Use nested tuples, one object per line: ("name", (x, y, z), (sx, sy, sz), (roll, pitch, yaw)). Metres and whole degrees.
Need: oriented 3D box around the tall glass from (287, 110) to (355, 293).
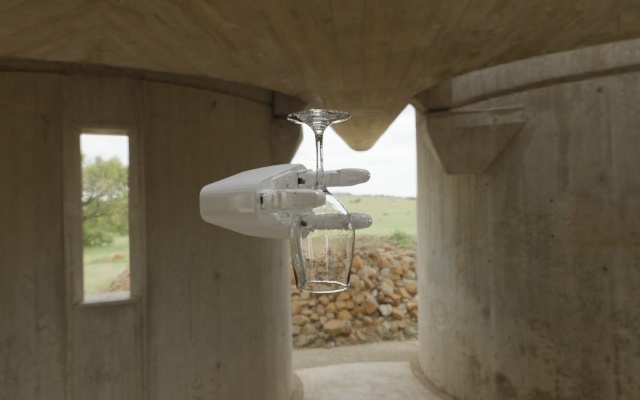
("tall glass", (0.000, 0.001, 0.554), (0.079, 0.201, 0.079), (-2, -1, 0))
